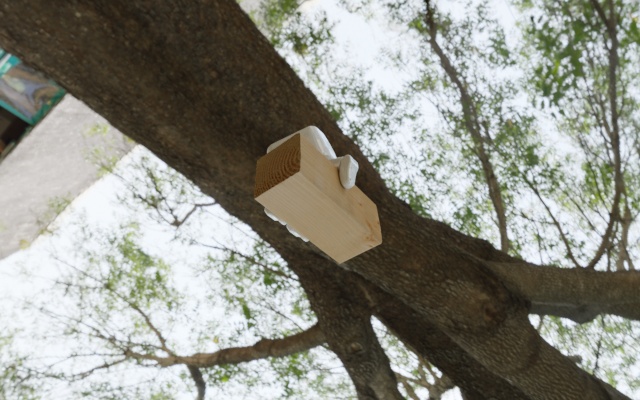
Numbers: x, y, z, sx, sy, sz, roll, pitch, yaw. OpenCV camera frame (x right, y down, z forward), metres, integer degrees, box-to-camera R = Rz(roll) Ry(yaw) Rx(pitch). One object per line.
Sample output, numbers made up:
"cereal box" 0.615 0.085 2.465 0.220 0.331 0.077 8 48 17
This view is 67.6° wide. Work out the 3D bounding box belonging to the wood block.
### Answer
"wood block" 0.000 0.002 0.759 0.091 0.090 0.206 -30 -51 25
